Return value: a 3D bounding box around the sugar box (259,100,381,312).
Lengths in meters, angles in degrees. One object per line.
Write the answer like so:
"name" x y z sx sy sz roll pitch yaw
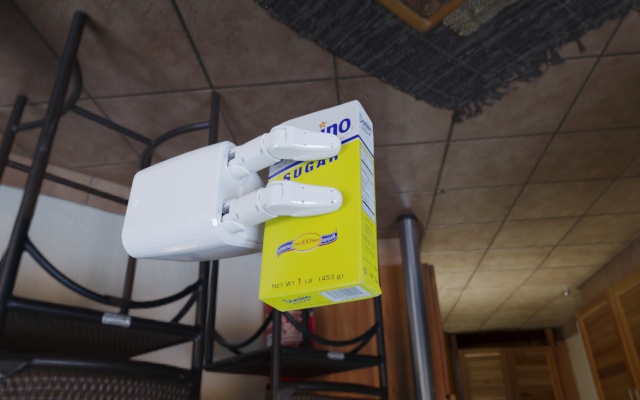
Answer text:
"sugar box" 0.000 0.001 0.418 0.093 0.176 0.048 -14 -31 22
